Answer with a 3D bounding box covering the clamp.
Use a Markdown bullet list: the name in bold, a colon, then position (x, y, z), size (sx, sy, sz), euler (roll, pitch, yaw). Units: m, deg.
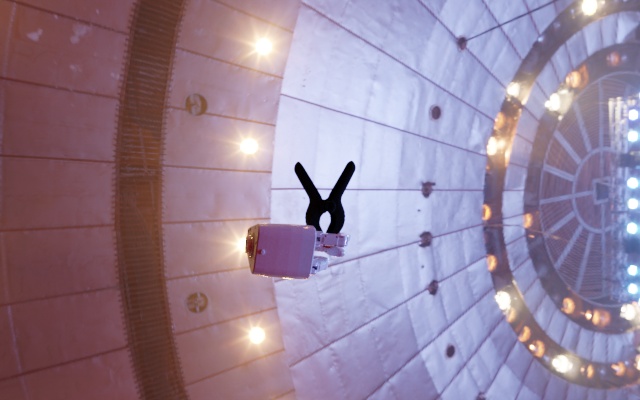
- **clamp**: position (0.000, 0.003, 0.899), size (0.120, 0.171, 0.039), euler (7, 3, -15)
